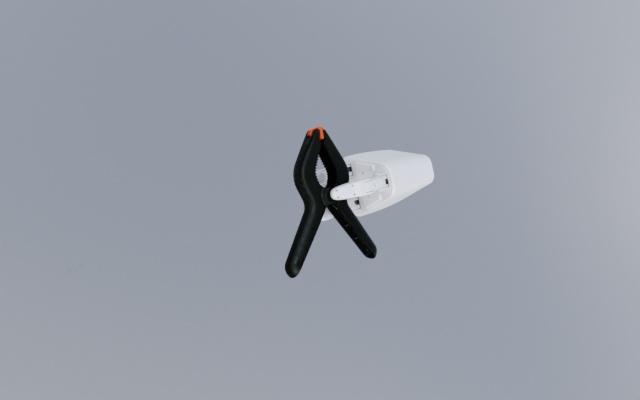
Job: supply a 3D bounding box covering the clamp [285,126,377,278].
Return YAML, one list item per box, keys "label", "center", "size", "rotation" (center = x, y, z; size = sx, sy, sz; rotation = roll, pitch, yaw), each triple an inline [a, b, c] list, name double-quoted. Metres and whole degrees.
- label: "clamp"
  center: [0.001, 0.002, 0.675]
  size: [0.164, 0.210, 0.036]
  rotation: [-16, 4, -41]
